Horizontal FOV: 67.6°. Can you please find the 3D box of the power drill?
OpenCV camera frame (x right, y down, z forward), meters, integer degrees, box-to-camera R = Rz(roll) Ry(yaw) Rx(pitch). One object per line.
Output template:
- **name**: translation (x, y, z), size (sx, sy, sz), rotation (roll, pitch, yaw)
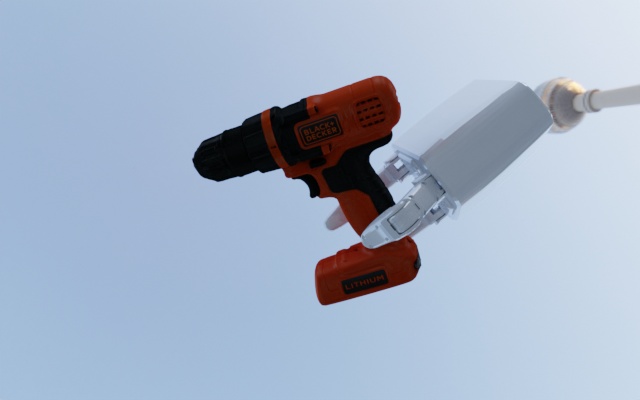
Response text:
- **power drill**: translation (0.000, 0.002, 0.429), size (0.184, 0.188, 0.057), rotation (-17, 23, 12)
